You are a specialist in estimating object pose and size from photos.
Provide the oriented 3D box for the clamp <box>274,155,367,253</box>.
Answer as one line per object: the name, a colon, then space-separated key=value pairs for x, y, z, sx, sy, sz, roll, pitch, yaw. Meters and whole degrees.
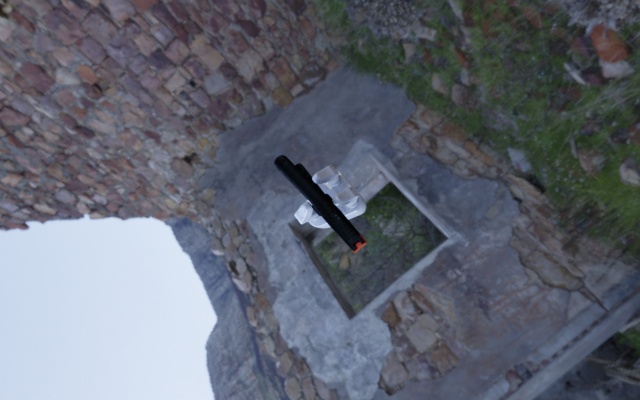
clamp: x=0.000 y=0.004 z=0.835 sx=0.036 sy=0.210 sz=0.164 roll=-41 pitch=-13 yaw=7
